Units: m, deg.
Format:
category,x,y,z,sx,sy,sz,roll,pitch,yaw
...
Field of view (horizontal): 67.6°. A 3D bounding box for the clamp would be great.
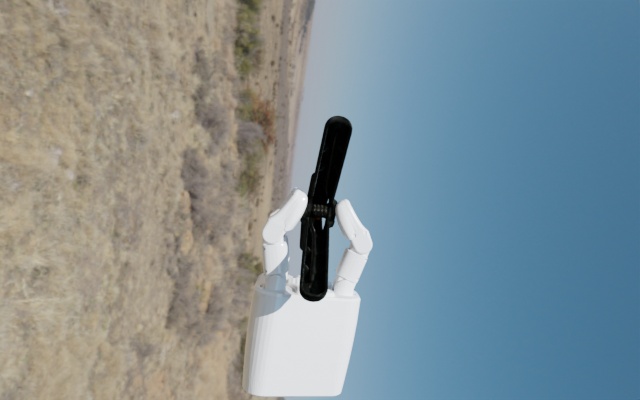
category,x,y,z,sx,sy,sz,roll,pitch,yaw
clamp,0.001,0.002,0.504,0.036,0.164,0.210,10,3,-4
